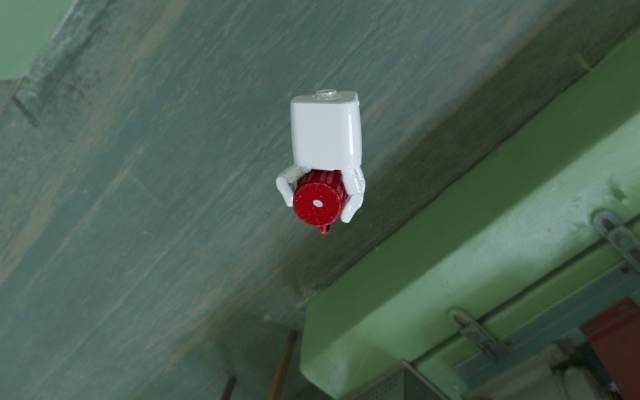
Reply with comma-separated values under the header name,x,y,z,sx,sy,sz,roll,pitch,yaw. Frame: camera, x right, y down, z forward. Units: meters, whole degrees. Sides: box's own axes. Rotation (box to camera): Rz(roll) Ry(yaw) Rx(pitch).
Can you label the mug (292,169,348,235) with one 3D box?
name,x,y,z,sx,sy,sz,roll,pitch,yaw
mug,0.000,0.004,0.804,0.093,0.117,0.081,-2,23,9
